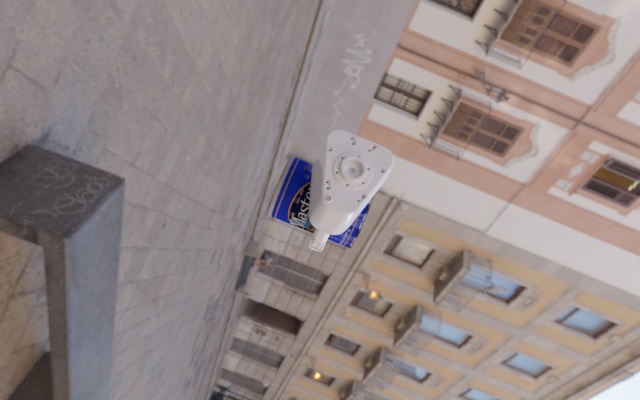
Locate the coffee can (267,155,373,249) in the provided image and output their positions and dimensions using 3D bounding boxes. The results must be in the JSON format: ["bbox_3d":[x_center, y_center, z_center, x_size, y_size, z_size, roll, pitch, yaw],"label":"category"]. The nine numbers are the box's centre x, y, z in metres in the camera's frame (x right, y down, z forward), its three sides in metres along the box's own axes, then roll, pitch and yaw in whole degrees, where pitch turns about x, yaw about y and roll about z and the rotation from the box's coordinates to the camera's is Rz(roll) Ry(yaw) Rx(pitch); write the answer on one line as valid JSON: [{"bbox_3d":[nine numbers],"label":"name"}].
[{"bbox_3d":[0.000,0.003,0.751,0.140,0.103,0.103,22,-1,-2],"label":"coffee can"}]
